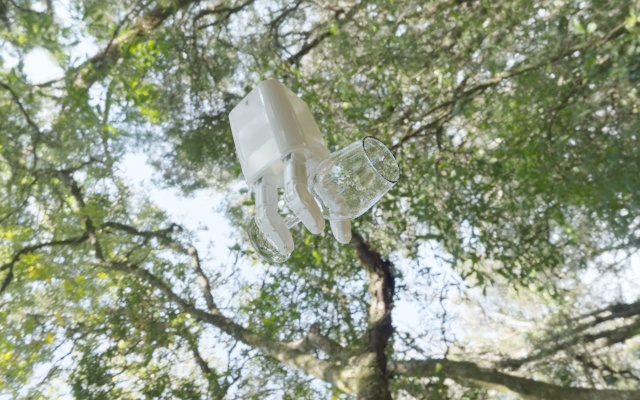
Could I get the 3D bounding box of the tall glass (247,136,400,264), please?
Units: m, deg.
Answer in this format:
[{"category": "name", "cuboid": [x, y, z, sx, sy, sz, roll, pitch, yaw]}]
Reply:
[{"category": "tall glass", "cuboid": [0.000, 0.002, 0.580, 0.201, 0.079, 0.079, -35, -21, 33]}]
